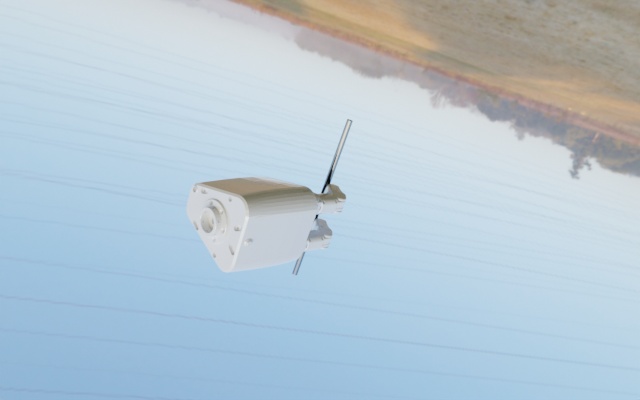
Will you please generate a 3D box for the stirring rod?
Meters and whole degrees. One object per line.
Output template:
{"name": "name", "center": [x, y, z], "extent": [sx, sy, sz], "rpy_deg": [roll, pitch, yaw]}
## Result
{"name": "stirring rod", "center": [0.000, 0.002, 0.659], "extent": [0.011, 0.240, 0.011], "rpy_deg": [17, 21, -7]}
